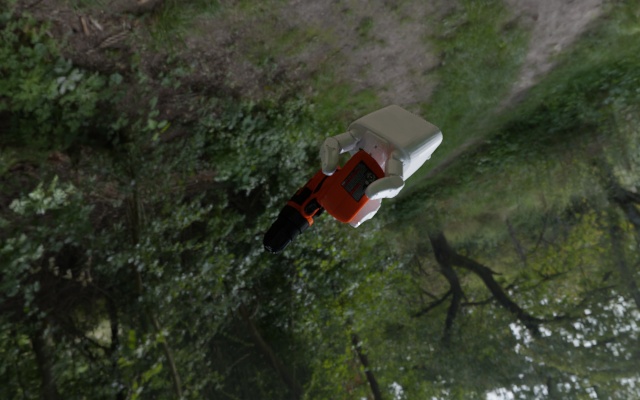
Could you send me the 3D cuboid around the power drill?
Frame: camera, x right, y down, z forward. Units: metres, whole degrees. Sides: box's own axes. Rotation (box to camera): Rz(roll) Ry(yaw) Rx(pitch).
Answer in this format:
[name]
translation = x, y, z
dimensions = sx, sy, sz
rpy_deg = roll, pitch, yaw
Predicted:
[power drill]
translation = 0.001, 0.002, 0.708
dimensions = 0.057, 0.184, 0.187
rpy_deg = 44, -22, -14
